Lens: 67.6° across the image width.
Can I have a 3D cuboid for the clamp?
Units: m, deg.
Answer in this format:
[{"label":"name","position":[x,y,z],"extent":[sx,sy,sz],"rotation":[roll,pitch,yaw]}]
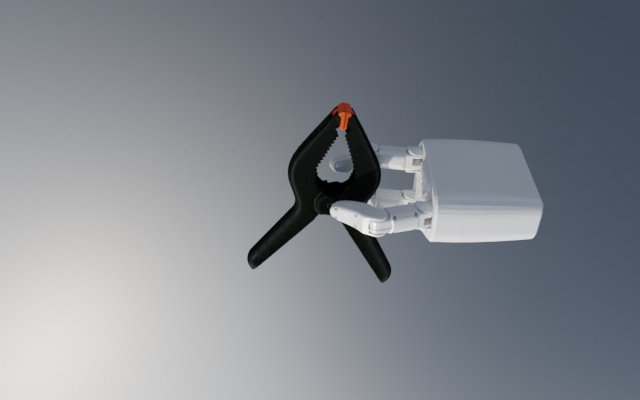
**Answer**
[{"label":"clamp","position":[0.000,0.002,0.503],"extent":[0.164,0.210,0.036],"rotation":[0,31,-1]}]
